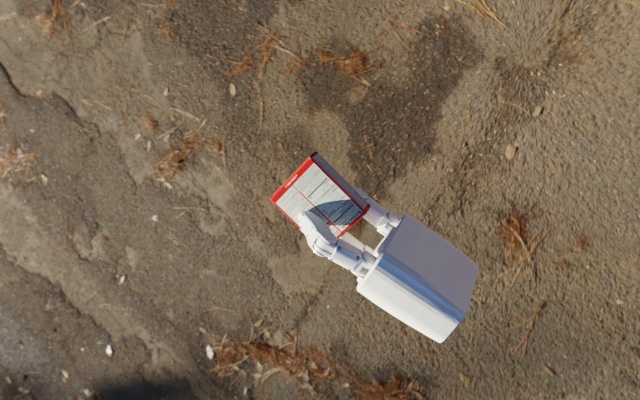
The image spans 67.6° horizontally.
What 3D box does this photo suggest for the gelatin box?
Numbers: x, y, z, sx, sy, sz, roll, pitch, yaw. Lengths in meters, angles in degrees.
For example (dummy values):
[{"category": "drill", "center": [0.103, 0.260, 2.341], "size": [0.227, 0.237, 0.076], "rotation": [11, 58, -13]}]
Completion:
[{"category": "gelatin box", "center": [0.000, 0.002, 0.540], "size": [0.073, 0.089, 0.030], "rotation": [-45, 3, 26]}]
